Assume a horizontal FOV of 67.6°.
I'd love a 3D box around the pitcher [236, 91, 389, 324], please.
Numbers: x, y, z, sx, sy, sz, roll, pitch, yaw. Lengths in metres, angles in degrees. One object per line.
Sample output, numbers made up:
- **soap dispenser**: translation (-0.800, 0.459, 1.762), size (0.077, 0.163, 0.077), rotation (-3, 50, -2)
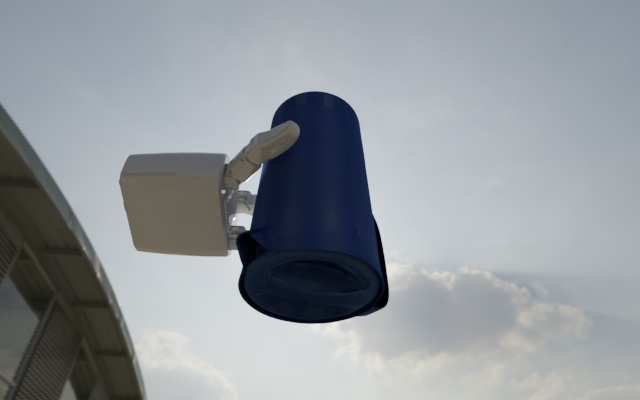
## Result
- **pitcher**: translation (0.000, 0.002, 0.514), size (0.145, 0.242, 0.149), rotation (0, -41, 2)
